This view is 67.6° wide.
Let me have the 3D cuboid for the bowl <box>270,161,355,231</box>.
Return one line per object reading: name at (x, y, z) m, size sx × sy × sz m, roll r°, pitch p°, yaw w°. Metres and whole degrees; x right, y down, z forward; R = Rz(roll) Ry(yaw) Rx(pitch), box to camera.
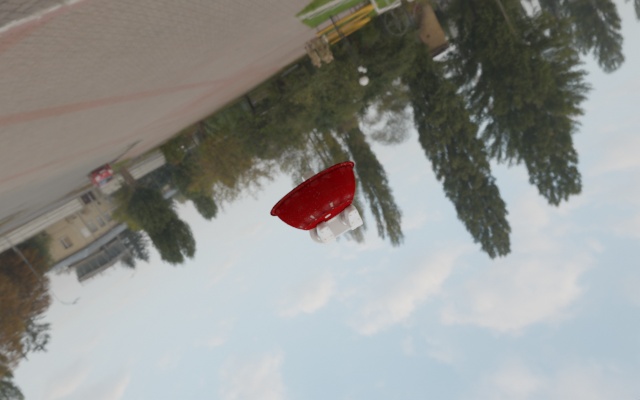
bowl at (0.000, 0.003, 0.779) m, size 0.162 × 0.055 × 0.162 m, roll -31°, pitch -10°, yaw -6°
